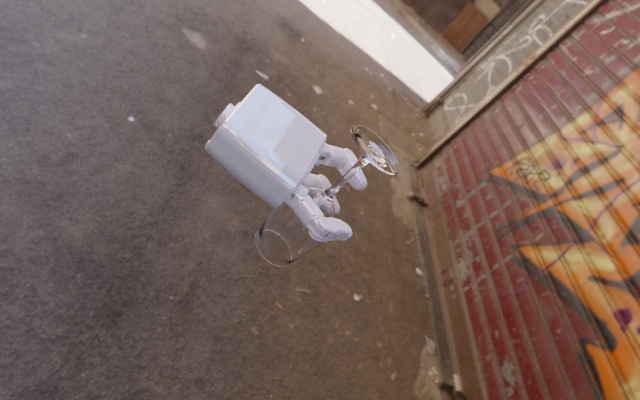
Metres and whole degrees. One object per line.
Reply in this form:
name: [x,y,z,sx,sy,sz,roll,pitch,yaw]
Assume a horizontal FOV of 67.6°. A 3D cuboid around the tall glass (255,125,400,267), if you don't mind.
tall glass: [0.001,0.002,0.587,0.201,0.079,0.079,-44,-26,29]
